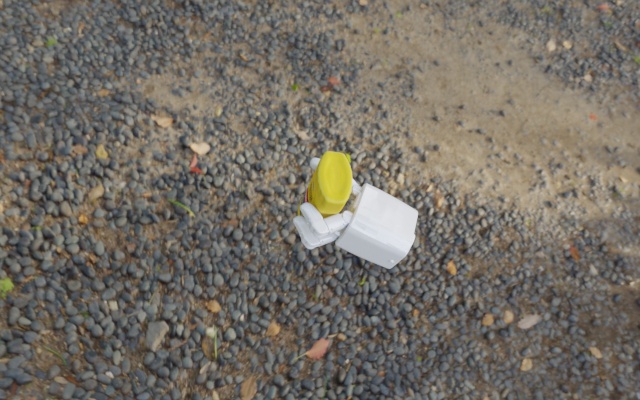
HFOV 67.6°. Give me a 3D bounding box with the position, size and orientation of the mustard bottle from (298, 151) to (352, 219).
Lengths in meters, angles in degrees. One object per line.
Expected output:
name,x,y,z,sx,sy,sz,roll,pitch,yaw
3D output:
mustard bottle,0.000,0.002,0.822,0.058,0.096,0.192,5,-27,-14
